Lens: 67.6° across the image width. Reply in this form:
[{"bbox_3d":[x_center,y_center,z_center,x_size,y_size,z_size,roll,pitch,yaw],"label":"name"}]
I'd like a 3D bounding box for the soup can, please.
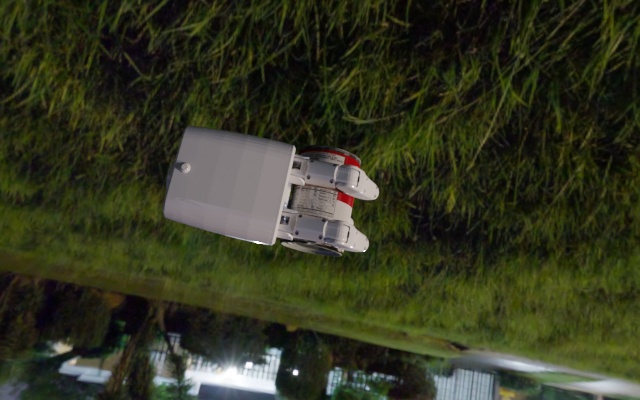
[{"bbox_3d":[0.000,0.002,0.499,0.068,0.102,0.068,11,-13,3],"label":"soup can"}]
